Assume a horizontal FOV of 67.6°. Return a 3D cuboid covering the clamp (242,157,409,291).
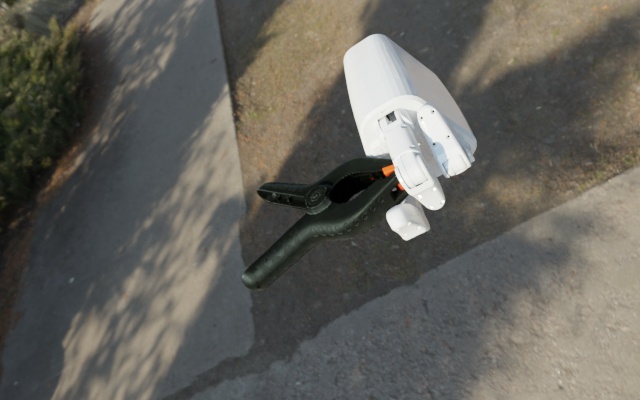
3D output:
[{"bbox_3d":[0.000,0.001,0.430,0.171,0.120,0.039,-27,-43,18],"label":"clamp"}]
